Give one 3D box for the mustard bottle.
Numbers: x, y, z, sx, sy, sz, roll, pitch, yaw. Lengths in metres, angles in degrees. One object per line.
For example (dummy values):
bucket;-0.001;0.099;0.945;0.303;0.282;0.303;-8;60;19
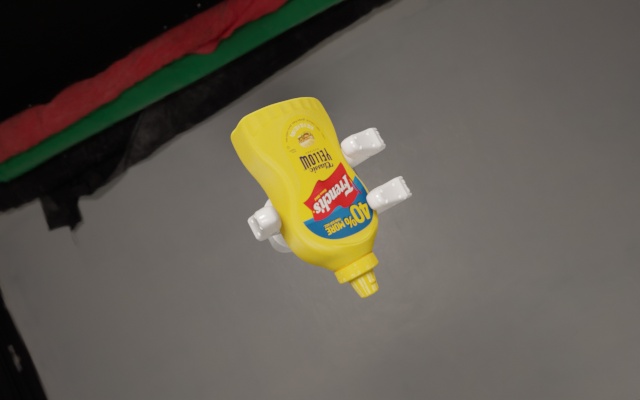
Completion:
mustard bottle;0.000;0.001;0.444;0.096;0.191;0.058;-23;-7;-37
